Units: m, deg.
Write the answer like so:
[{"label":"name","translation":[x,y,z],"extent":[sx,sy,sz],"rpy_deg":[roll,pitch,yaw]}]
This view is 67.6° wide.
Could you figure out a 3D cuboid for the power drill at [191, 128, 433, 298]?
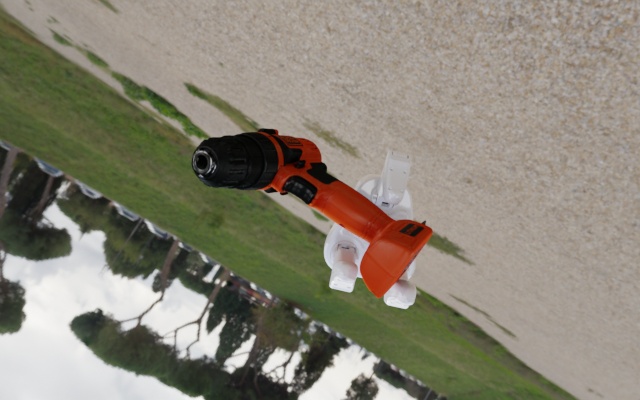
[{"label":"power drill","translation":[0.000,0.002,0.422],"extent":[0.187,0.057,0.184],"rpy_deg":[38,21,16]}]
